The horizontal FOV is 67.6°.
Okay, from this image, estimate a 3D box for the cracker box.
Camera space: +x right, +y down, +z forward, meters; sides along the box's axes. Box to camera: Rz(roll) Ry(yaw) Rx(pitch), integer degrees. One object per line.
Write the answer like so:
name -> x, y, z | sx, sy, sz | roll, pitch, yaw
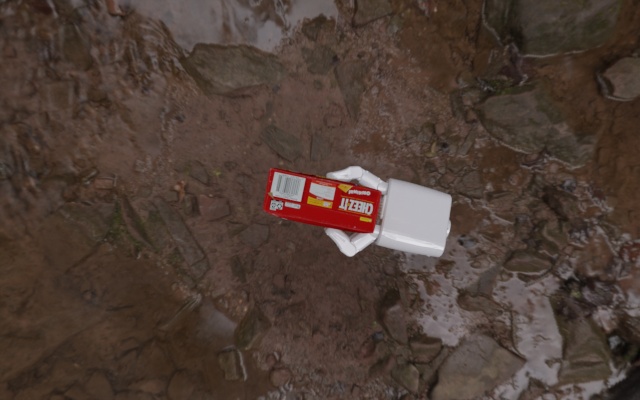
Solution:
cracker box -> 0.000, 0.002, 0.774 | 0.164, 0.072, 0.213 | 11, -1, -1
